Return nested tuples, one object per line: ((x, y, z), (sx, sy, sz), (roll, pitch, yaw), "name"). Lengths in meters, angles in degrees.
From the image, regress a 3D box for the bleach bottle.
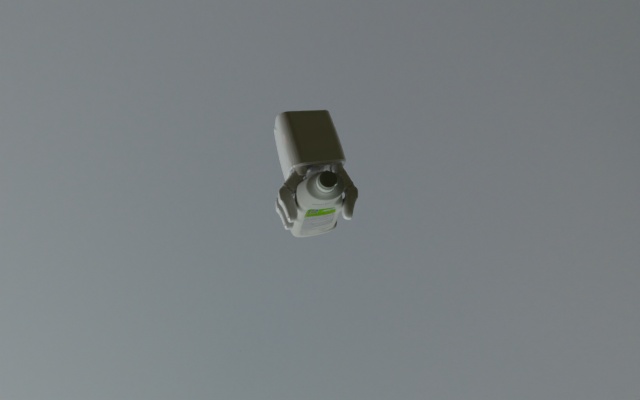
((0.000, 0.003, 0.847), (0.102, 0.068, 0.251), (-13, -15, -13), "bleach bottle")
